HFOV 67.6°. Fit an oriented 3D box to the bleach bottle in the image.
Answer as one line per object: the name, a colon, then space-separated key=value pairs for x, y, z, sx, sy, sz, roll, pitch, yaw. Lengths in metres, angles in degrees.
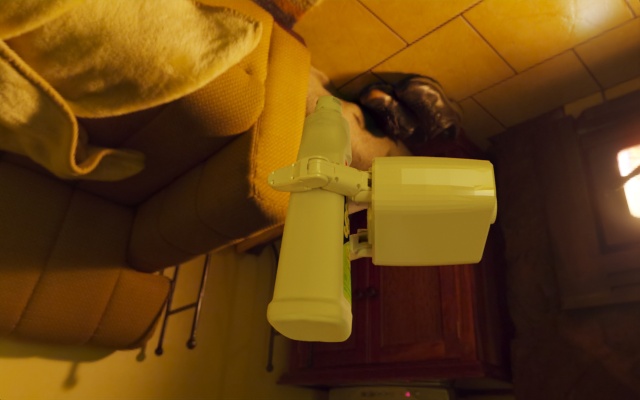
bleach bottle: x=0.000 y=0.002 z=0.465 sx=0.068 sy=0.250 sz=0.103 roll=0 pitch=-26 yaw=8
